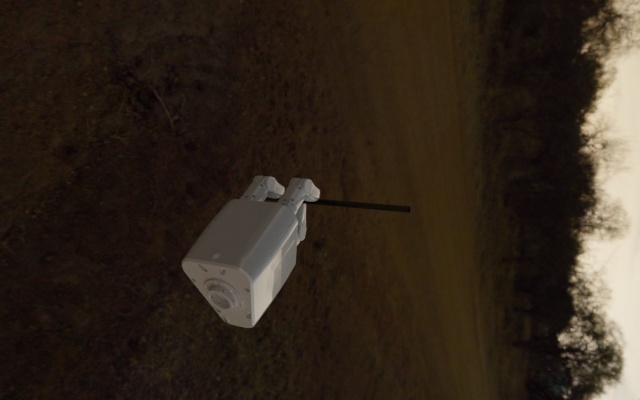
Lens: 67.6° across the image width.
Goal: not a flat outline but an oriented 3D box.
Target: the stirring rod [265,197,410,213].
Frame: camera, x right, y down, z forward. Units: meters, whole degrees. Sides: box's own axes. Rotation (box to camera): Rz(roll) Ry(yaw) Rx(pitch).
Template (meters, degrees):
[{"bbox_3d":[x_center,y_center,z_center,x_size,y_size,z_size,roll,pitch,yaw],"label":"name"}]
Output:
[{"bbox_3d":[0.000,0.002,0.634,0.239,0.011,0.011,5,2,25],"label":"stirring rod"}]
